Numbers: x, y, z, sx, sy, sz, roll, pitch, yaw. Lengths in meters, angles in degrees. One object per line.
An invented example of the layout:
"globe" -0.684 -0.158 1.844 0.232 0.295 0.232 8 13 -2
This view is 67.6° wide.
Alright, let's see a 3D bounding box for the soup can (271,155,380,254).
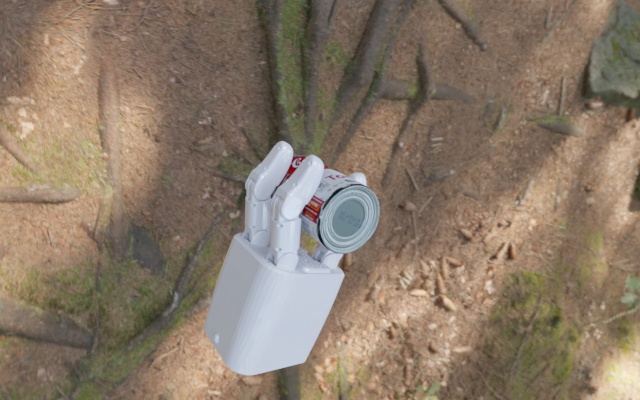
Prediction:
"soup can" 0.001 0.001 0.459 0.068 0.068 0.102 0 18 -34
